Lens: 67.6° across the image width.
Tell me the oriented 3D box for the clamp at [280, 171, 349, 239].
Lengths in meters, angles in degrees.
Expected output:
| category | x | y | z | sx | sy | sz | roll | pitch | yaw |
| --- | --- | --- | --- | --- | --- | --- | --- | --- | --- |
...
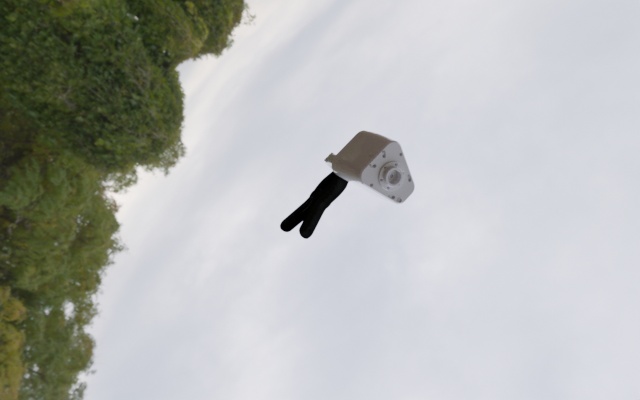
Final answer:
| category | x | y | z | sx | sy | sz | roll | pitch | yaw |
| --- | --- | --- | --- | --- | --- | --- | --- | --- | --- |
| clamp | 0.001 | 0.003 | 0.869 | 0.039 | 0.171 | 0.120 | 43 | -5 | -25 |
